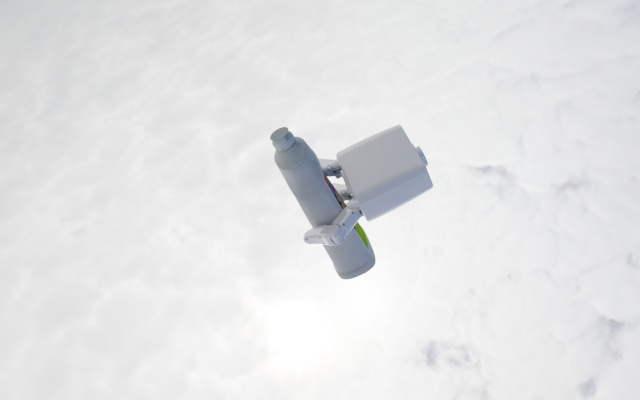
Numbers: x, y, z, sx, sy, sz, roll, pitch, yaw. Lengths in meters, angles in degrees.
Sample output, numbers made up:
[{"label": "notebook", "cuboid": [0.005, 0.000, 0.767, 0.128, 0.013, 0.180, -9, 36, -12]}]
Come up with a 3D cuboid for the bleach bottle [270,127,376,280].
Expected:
[{"label": "bleach bottle", "cuboid": [0.000, 0.002, 0.696, 0.068, 0.251, 0.102, -26, 37, 8]}]
